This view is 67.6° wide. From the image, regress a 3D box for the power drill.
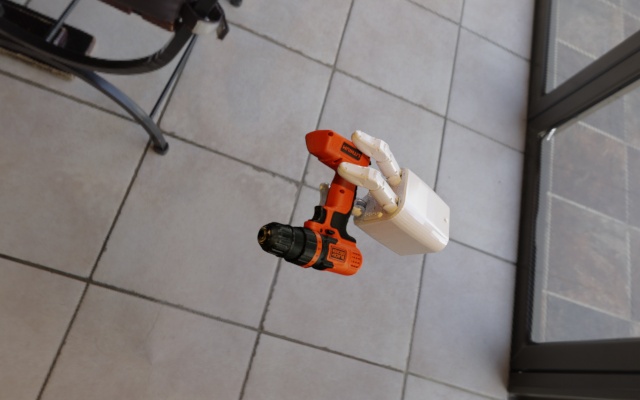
[{"bbox_3d":[0.000,0.002,0.661,0.057,0.187,0.184,0,-16,42],"label":"power drill"}]
